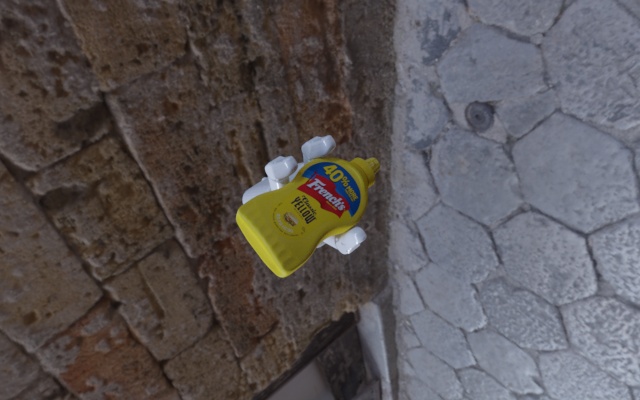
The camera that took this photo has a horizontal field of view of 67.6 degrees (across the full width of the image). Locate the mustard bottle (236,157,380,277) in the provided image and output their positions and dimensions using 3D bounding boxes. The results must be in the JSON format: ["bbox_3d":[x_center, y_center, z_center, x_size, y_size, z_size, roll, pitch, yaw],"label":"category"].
[{"bbox_3d":[0.000,0.002,0.583,0.191,0.096,0.058,-35,-9,-24],"label":"mustard bottle"}]
